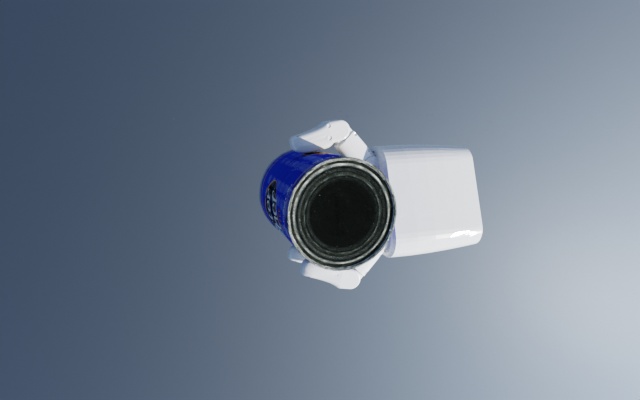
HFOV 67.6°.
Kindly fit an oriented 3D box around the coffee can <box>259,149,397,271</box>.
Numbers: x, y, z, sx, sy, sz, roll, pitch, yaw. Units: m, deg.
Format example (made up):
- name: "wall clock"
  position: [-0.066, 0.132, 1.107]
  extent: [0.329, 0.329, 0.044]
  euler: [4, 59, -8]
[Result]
- name: "coffee can"
  position: [0.000, 0.002, 0.483]
  extent: [0.103, 0.103, 0.140]
  euler: [0, 9, -17]
